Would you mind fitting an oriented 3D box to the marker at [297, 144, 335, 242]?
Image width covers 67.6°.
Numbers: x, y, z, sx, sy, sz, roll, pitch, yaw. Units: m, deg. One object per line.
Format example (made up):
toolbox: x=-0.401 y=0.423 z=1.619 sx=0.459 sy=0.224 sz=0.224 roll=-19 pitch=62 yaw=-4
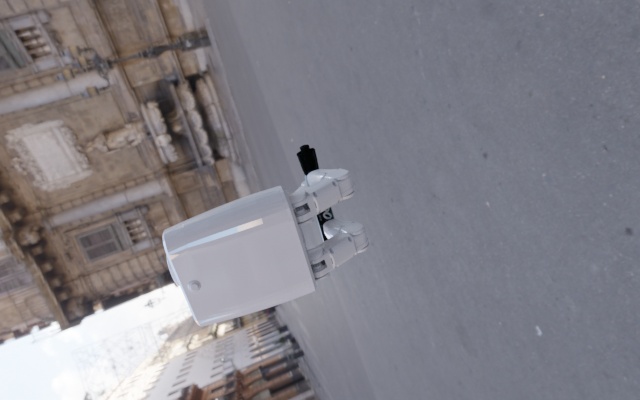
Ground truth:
marker: x=0.000 y=0.002 z=0.484 sx=0.020 sy=0.121 sz=0.020 roll=-15 pitch=20 yaw=5
